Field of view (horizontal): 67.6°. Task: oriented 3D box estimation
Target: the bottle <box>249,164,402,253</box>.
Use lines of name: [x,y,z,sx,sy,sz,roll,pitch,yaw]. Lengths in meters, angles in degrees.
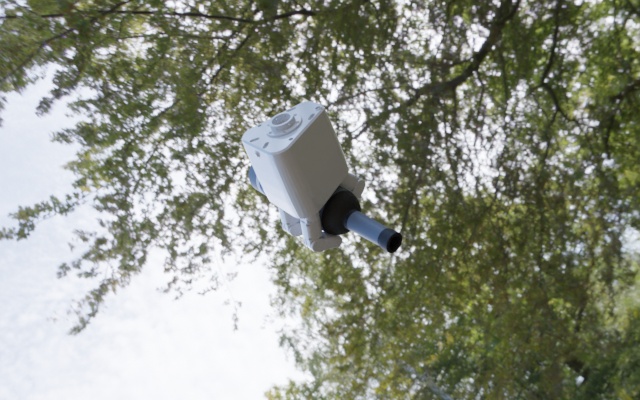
bottle: [0.000,0.002,0.684,0.069,0.069,0.295,0,20,-41]
